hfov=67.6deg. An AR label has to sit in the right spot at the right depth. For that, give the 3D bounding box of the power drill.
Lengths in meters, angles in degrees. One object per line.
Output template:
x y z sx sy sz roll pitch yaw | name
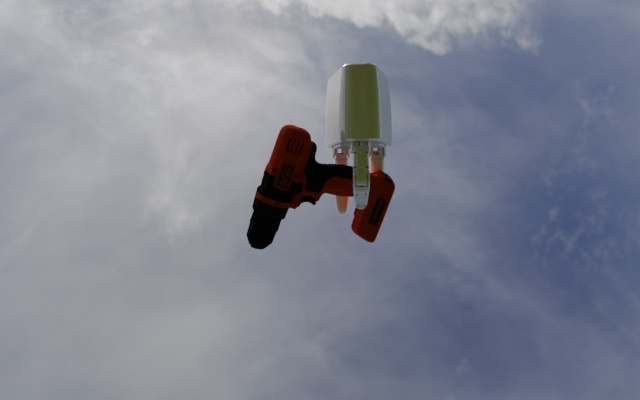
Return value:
0.001 0.002 0.690 0.188 0.184 0.057 16 14 -19 | power drill
